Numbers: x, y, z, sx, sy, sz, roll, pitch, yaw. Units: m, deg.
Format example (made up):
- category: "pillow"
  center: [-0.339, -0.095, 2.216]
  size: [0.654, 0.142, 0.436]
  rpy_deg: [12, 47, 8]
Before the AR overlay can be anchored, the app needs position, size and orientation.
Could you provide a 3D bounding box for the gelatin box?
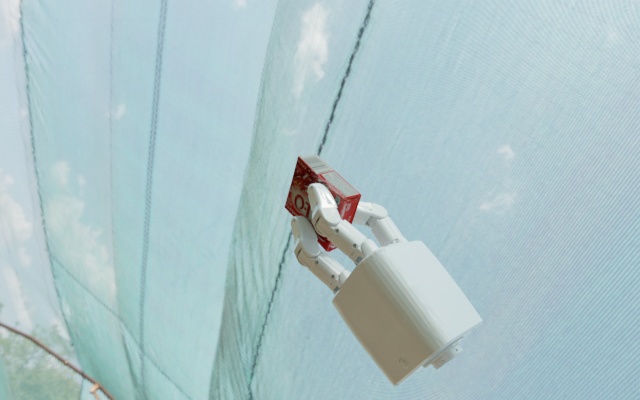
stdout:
- category: "gelatin box"
  center: [0.000, 0.001, 0.536]
  size: [0.030, 0.073, 0.089]
  rpy_deg: [-12, 43, -37]
